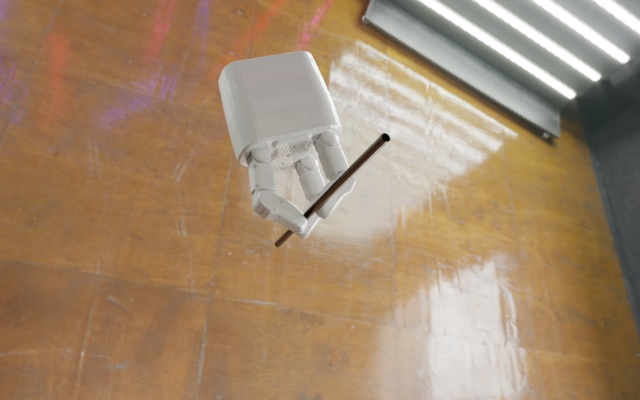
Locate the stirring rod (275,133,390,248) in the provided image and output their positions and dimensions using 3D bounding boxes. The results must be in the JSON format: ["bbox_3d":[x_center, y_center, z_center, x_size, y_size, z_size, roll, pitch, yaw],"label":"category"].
[{"bbox_3d":[0.000,0.002,0.464,0.011,0.011,0.240,0,-25,-27],"label":"stirring rod"}]
